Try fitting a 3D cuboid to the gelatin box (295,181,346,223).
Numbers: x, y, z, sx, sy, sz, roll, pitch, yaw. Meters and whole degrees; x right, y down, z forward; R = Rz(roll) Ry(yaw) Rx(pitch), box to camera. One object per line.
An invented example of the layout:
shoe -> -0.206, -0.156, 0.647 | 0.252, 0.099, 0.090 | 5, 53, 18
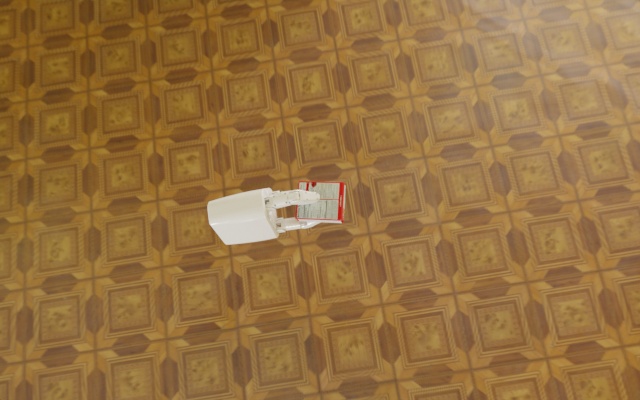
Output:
gelatin box -> 0.000, 0.003, 0.884 | 0.089, 0.073, 0.030 | 1, -13, 11
